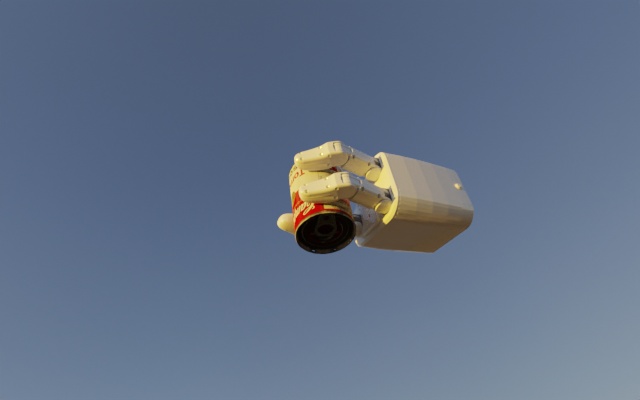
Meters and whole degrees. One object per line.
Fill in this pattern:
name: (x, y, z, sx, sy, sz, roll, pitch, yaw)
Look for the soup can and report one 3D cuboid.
soup can: (0.000, 0.002, 0.557, 0.068, 0.069, 0.102, 0, 44, -10)
